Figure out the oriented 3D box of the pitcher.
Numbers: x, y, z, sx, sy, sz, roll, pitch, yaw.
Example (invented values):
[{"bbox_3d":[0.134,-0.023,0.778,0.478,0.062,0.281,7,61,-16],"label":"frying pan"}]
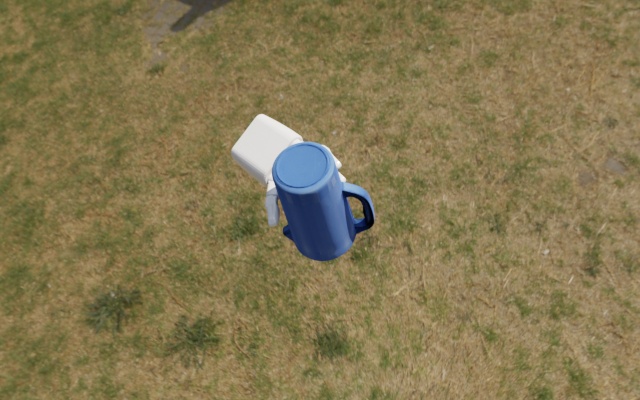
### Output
[{"bbox_3d":[0.000,0.003,0.883,0.145,0.149,0.243,39,-18,28],"label":"pitcher"}]
